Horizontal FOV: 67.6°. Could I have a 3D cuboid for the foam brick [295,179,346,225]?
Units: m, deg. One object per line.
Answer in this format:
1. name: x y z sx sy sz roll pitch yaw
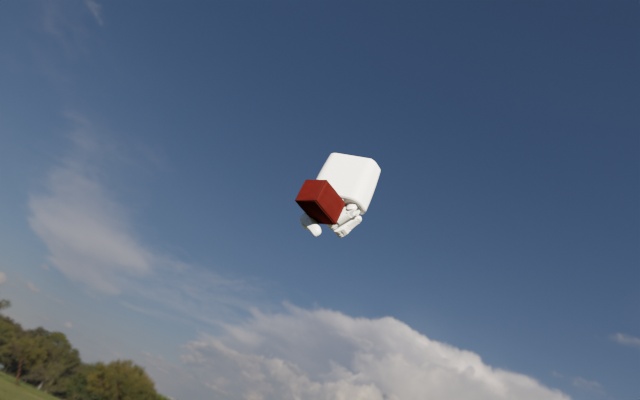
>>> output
1. foam brick: 0.000 0.003 0.895 0.053 0.051 0.078 3 -35 39
